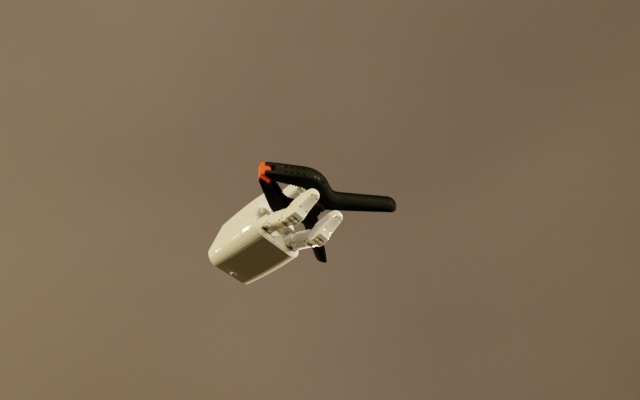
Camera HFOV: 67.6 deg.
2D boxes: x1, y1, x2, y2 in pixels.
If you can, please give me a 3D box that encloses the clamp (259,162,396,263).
[{"bbox_3d":[0.000,0.002,0.707,0.164,0.036,0.210,-35,-54,21],"label":"clamp"}]
